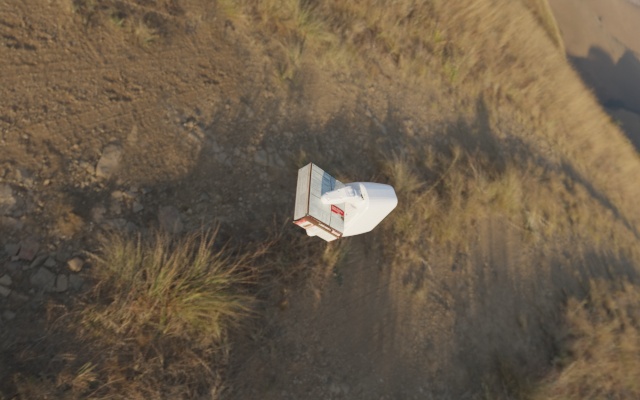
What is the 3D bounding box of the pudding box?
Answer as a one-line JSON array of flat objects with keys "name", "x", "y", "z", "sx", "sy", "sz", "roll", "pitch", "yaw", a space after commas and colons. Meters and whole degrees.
[{"name": "pudding box", "x": 0.000, "y": 0.003, "z": 0.824, "sx": 0.090, "sy": 0.113, "sz": 0.039, "roll": 31, "pitch": -44, "yaw": -34}]
